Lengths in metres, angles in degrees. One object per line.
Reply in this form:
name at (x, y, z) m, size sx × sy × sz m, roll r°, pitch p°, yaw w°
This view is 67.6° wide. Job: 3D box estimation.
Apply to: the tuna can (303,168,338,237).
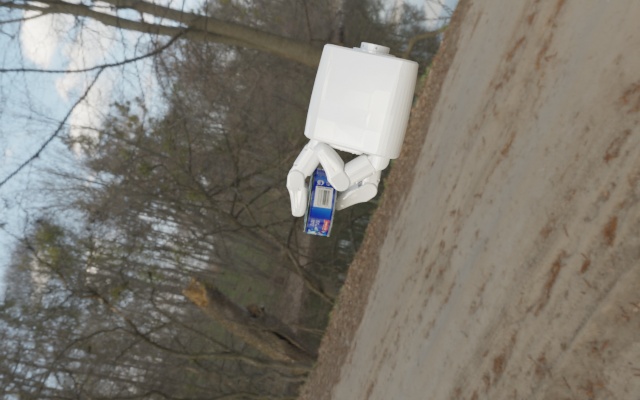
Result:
tuna can at (0.000, 0.002, 0.613) m, size 0.034 × 0.086 × 0.086 m, roll 8°, pitch -1°, yaw -3°
